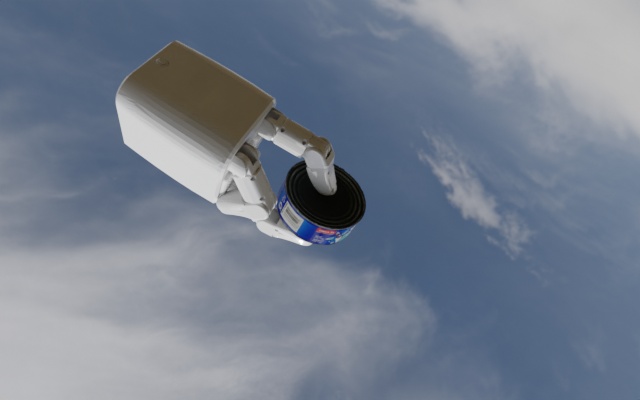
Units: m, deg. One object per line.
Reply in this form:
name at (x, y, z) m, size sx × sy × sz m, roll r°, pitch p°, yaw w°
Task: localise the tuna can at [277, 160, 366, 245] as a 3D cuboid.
tuna can at (0.000, 0.002, 0.480) m, size 0.086 × 0.086 × 0.034 m, roll 0°, pitch -36°, yaw -28°
